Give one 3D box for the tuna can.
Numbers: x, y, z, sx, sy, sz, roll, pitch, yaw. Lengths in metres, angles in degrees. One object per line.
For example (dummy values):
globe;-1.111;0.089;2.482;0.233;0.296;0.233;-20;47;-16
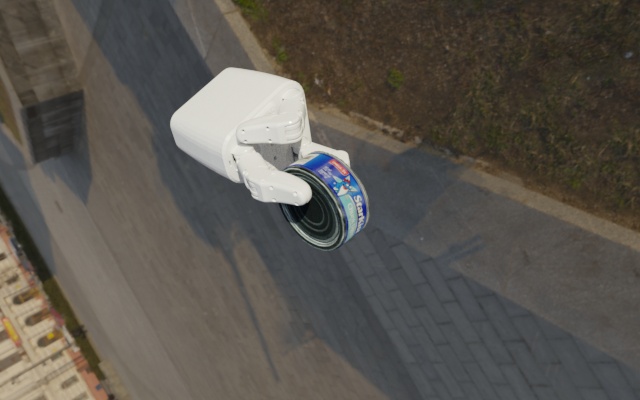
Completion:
tuna can;0.000;0.002;0.427;0.033;0.086;0.086;-35;22;-36
